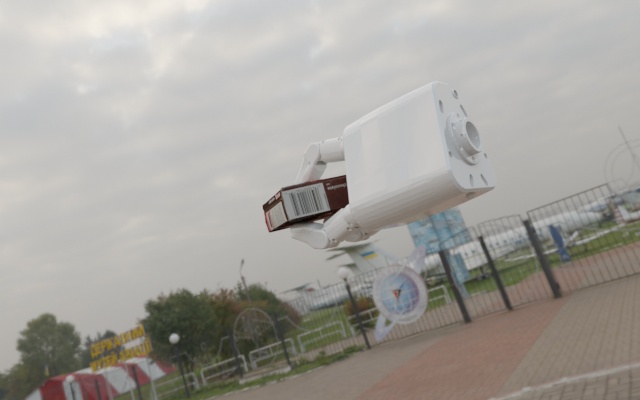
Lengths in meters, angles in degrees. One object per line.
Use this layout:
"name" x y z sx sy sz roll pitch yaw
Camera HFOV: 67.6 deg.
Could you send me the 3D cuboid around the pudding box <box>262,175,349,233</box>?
"pudding box" 0.000 0.002 0.535 0.113 0.039 0.090 -11 -8 -21
